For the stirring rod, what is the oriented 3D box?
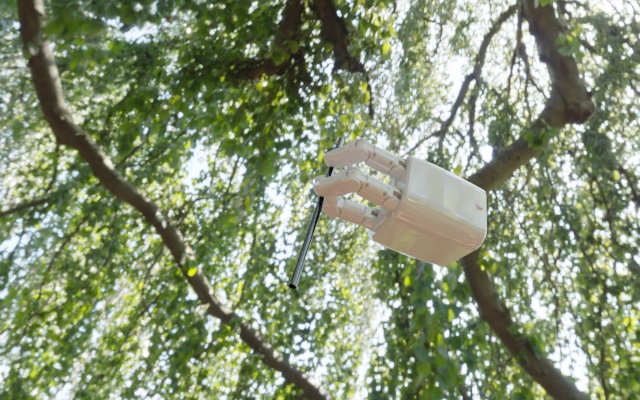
[{"bbox_3d":[0.000,0.002,0.550,0.011,0.011,0.239,0,43,18],"label":"stirring rod"}]
